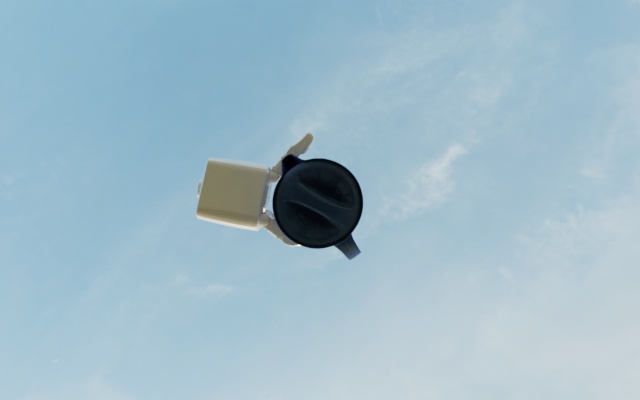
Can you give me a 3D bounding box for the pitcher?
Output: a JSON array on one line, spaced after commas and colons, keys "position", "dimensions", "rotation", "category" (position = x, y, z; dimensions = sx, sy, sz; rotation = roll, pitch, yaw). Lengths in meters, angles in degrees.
[{"position": [0.000, 0.003, 0.808], "dimensions": [0.145, 0.149, 0.243], "rotation": [9, 6, -1], "category": "pitcher"}]
